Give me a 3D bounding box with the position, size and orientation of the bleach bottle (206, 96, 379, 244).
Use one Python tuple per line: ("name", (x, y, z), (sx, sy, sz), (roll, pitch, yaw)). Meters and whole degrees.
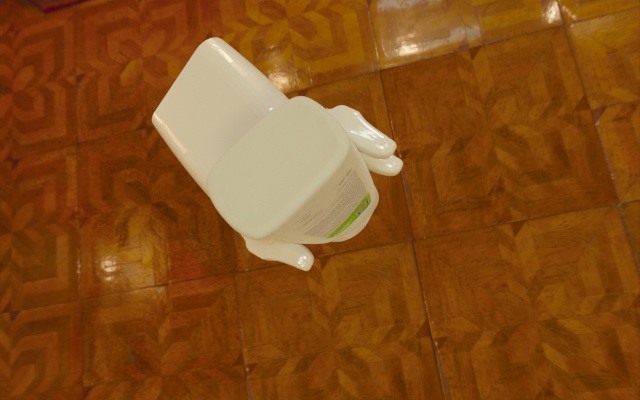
("bleach bottle", (0.000, 0.001, 0.427), (0.102, 0.068, 0.251), (-43, -18, 1))
